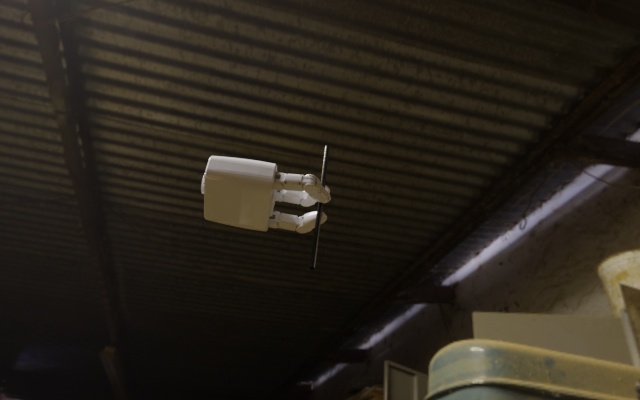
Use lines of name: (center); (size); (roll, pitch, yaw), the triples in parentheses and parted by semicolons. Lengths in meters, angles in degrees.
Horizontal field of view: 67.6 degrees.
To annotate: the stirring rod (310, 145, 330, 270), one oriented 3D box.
stirring rod: (0.000, 0.003, 0.773); (0.011, 0.239, 0.011); (5, -35, 3)
